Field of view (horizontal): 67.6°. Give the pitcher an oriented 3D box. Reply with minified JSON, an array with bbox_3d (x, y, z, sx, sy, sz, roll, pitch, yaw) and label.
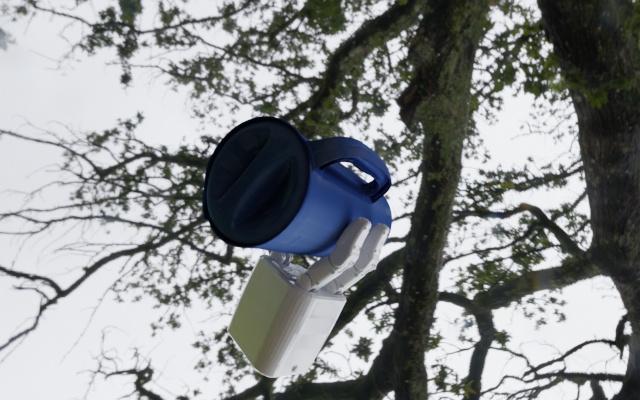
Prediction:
[{"bbox_3d":[0.000,0.002,0.555,0.149,0.145,0.243,26,2,34],"label":"pitcher"}]
